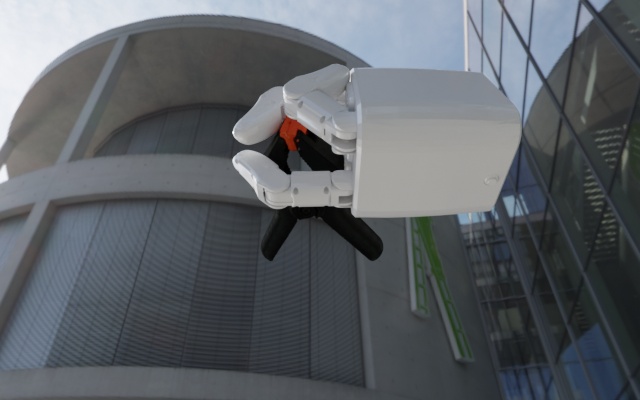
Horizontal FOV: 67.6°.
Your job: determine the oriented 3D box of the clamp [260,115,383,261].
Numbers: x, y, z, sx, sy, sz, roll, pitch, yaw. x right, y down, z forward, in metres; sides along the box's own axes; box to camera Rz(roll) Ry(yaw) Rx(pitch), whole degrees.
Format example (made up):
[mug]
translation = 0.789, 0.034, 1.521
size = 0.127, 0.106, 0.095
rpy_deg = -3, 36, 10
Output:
[clamp]
translation = 0.000, 0.001, 0.422
size = 0.120, 0.039, 0.172
rpy_deg = 0, -41, 1
